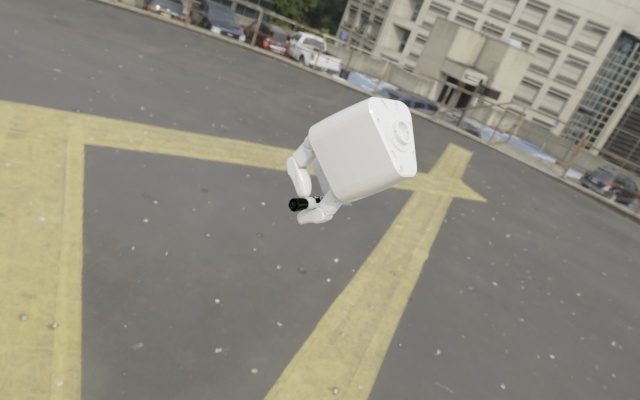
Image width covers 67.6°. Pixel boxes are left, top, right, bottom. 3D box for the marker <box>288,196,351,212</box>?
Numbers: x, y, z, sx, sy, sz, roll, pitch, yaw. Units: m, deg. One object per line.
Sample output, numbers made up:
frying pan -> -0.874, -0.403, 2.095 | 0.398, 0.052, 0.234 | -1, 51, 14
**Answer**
marker -> 0.000, 0.002, 0.692 | 0.020, 0.020, 0.121 | 0, 4, 42
